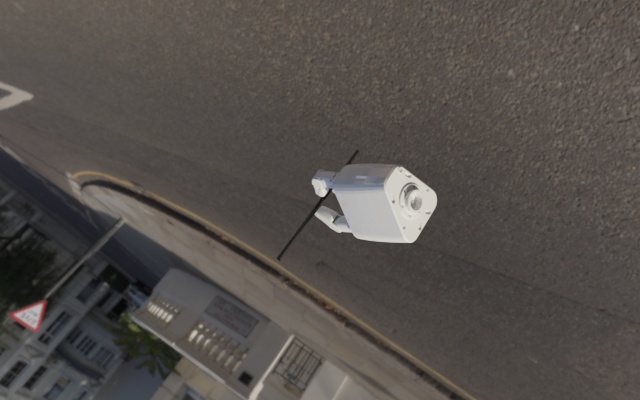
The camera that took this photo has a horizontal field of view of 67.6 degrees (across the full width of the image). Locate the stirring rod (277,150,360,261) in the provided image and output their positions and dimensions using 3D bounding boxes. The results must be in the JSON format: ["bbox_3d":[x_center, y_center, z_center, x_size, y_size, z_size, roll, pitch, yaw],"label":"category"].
[{"bbox_3d":[0.000,0.003,0.790,0.011,0.239,0.011,30,-24,15],"label":"stirring rod"}]
